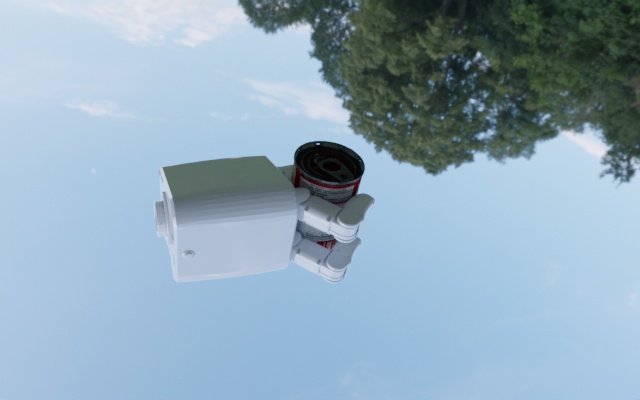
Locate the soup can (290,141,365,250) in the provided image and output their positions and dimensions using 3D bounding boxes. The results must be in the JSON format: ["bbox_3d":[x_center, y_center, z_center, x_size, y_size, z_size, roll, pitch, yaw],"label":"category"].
[{"bbox_3d":[0.000,0.002,0.477,0.068,0.102,0.068,8,39,-6],"label":"soup can"}]
